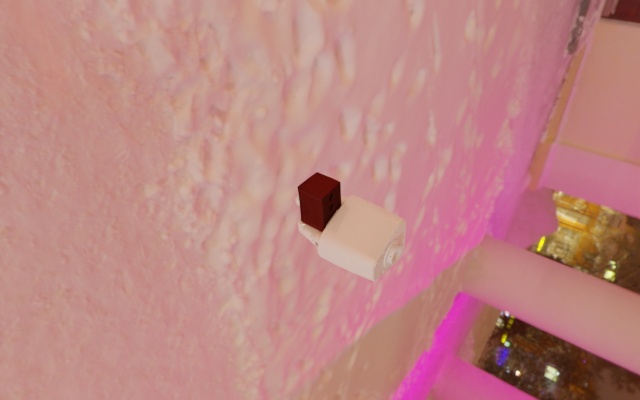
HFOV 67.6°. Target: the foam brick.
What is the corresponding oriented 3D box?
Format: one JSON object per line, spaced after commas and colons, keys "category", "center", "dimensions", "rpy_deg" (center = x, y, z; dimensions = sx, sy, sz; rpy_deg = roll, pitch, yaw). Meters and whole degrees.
{"category": "foam brick", "center": [0.000, 0.002, 0.793], "dimensions": [0.051, 0.078, 0.053], "rpy_deg": [25, 49, 30]}
